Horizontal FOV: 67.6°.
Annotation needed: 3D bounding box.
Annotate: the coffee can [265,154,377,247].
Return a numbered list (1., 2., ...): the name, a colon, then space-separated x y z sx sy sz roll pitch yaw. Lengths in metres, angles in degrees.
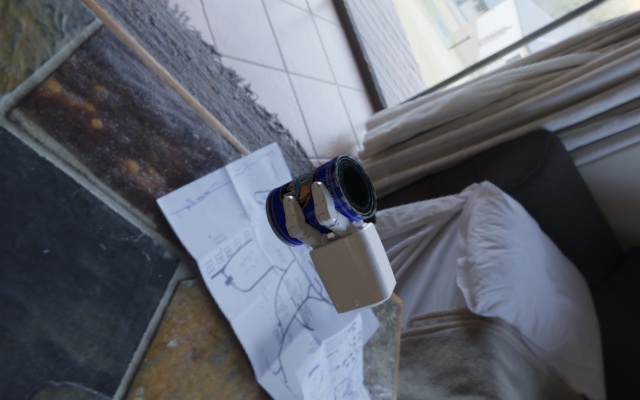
1. coffee can: 0.000 0.002 0.738 0.140 0.102 0.103 -25 -14 32
